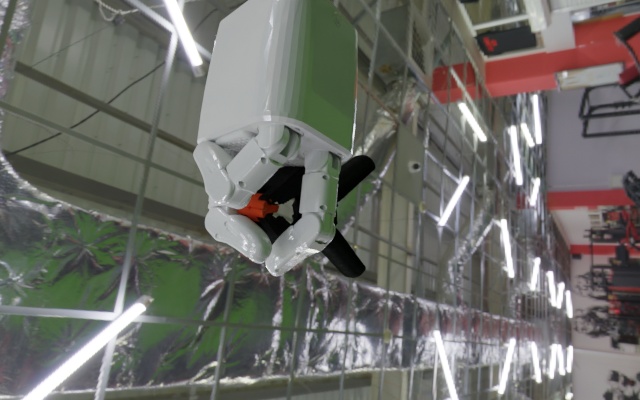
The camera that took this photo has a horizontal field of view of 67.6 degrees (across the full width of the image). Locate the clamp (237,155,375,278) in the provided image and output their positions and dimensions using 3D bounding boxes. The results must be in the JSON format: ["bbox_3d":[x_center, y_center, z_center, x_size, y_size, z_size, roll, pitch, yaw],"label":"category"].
[{"bbox_3d":[-0.001,0.001,0.420,0.039,0.120,0.171,-2,-14,32],"label":"clamp"}]
